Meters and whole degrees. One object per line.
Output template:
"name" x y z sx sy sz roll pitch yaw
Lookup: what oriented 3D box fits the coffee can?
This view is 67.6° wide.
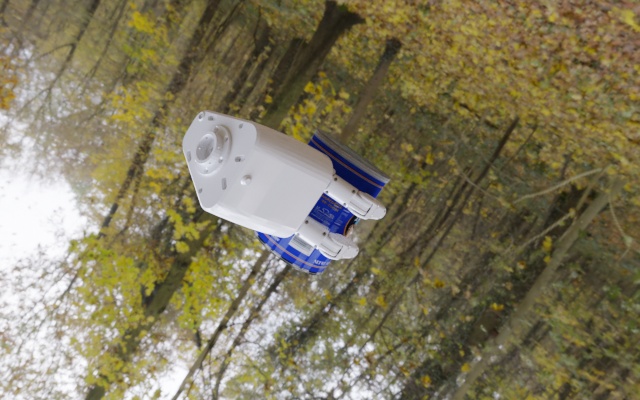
"coffee can" 0.000 0.002 0.564 0.103 0.140 0.102 33 10 -7
